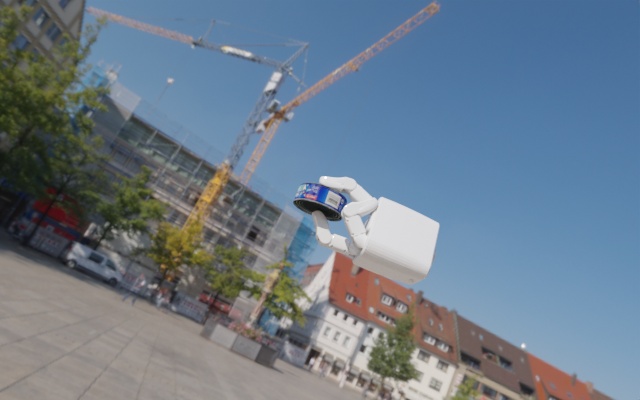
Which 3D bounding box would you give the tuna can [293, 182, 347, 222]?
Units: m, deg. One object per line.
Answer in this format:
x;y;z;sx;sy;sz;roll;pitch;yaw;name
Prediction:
0.000;0.002;0.795;0.086;0.033;0.086;18;-17;6;tuna can
